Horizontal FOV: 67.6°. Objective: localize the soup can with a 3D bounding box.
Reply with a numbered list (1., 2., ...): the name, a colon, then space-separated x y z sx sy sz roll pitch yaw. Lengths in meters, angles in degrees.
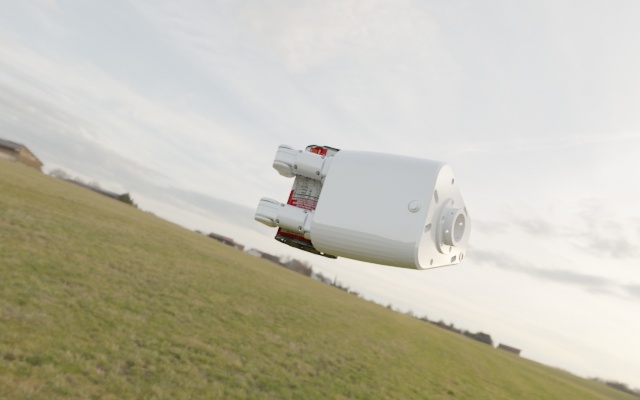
1. soup can: 0.000 0.001 0.493 0.068 0.102 0.068 17 -11 3
